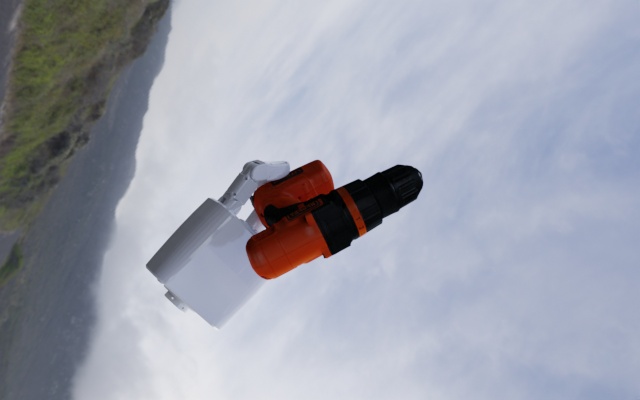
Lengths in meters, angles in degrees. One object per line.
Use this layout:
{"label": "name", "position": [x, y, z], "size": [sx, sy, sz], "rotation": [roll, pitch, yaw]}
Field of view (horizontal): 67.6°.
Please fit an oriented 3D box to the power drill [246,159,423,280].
{"label": "power drill", "position": [0.000, 0.002, 0.521], "size": [0.184, 0.057, 0.187], "rotation": [-26, 16, -7]}
